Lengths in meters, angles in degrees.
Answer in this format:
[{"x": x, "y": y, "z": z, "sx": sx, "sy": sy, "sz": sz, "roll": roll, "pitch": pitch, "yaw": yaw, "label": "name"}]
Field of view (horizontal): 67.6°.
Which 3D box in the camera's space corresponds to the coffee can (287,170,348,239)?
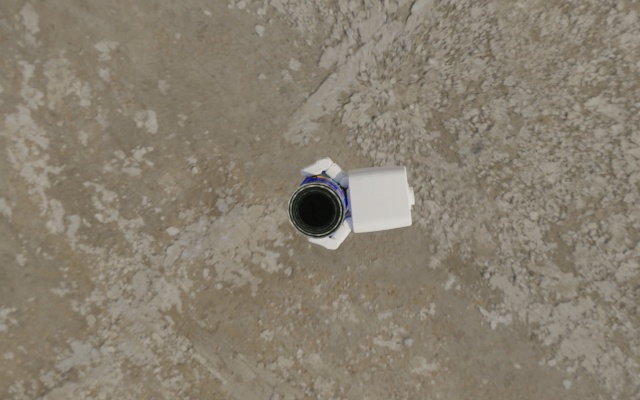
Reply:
[{"x": 0.000, "y": 0.003, "z": 0.896, "sx": 0.103, "sy": 0.103, "sz": 0.140, "roll": 0, "pitch": 13, "yaw": 7, "label": "coffee can"}]
